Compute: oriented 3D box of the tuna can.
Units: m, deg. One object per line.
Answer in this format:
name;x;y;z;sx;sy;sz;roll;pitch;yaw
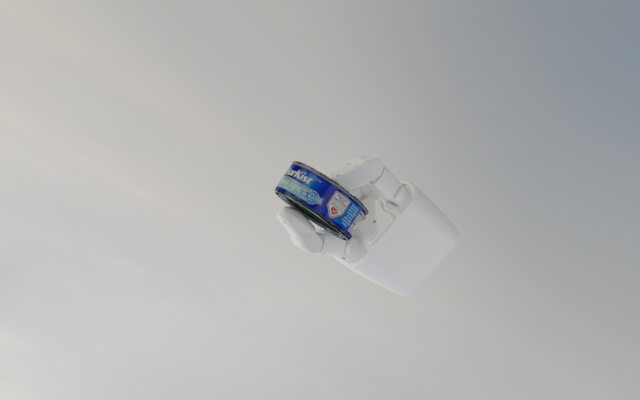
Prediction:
tuna can;0.000;0.002;0.446;0.086;0.033;0.086;33;-7;5
